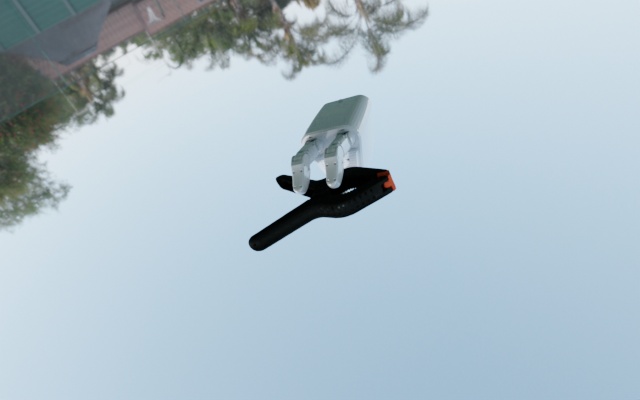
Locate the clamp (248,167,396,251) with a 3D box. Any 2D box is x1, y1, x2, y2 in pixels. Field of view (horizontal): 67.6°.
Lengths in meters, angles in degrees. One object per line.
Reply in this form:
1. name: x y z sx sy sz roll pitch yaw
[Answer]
1. clamp: 0.001 0.003 0.673 0.210 0.036 0.164 -9 36 28
